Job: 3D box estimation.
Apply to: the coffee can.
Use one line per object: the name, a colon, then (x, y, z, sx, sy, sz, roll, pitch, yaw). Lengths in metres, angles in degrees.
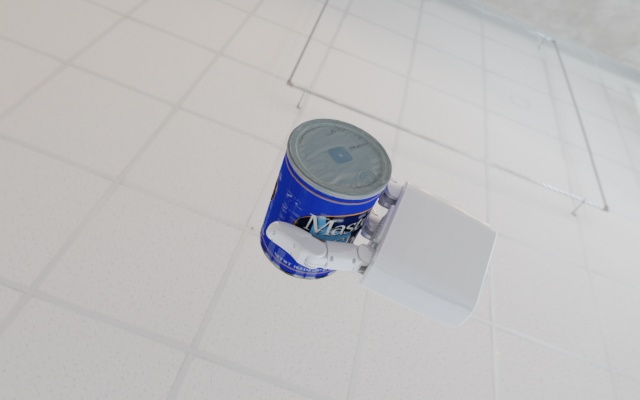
coffee can: (0.000, 0.001, 0.496, 0.103, 0.102, 0.140, 0, -40, -21)
